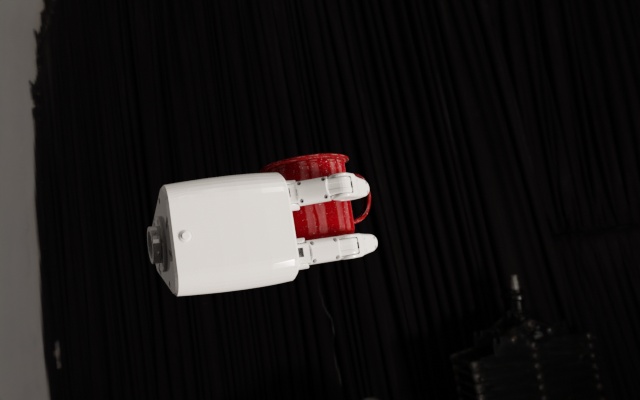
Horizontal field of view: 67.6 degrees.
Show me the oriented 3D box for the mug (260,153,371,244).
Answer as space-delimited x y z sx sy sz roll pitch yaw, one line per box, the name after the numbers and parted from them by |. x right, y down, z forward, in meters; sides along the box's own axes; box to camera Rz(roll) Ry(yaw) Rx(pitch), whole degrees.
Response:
0.001 0.002 0.498 0.117 0.081 0.093 -5 -8 -27 | mug
